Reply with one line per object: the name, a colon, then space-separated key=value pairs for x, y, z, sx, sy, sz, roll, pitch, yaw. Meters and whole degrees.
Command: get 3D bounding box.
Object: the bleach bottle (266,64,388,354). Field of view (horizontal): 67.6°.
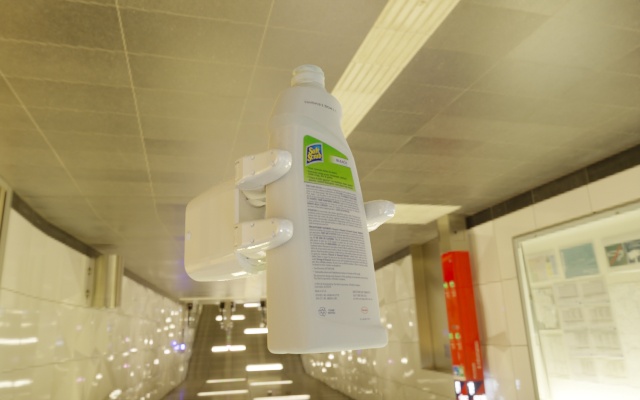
bleach bottle: x=0.000 y=0.001 z=0.421 sx=0.102 sy=0.250 sz=0.068 roll=11 pitch=-21 yaw=-41
